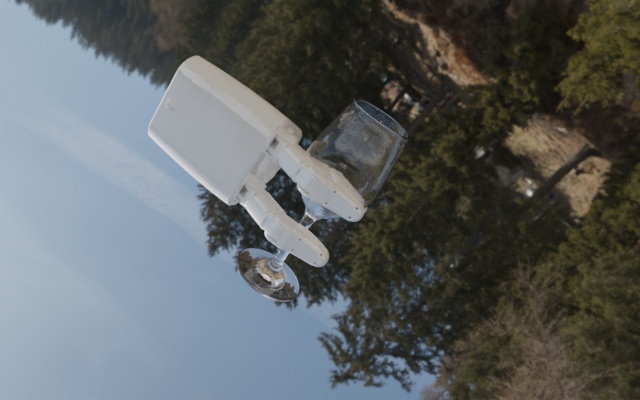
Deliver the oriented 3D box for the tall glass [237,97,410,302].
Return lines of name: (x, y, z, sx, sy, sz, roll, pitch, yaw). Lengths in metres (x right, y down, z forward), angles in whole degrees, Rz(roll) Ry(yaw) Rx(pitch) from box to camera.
tall glass: (0.000, 0.002, 0.458, 0.079, 0.201, 0.079, 31, 22, -14)
